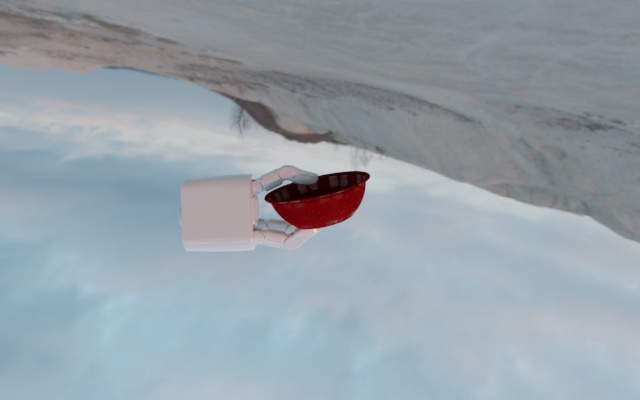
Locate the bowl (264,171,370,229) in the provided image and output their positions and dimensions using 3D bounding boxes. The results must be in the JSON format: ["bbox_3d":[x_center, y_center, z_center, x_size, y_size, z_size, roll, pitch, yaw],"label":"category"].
[{"bbox_3d":[0.001,0.003,0.716,0.162,0.055,0.162,-13,13,3],"label":"bowl"}]
